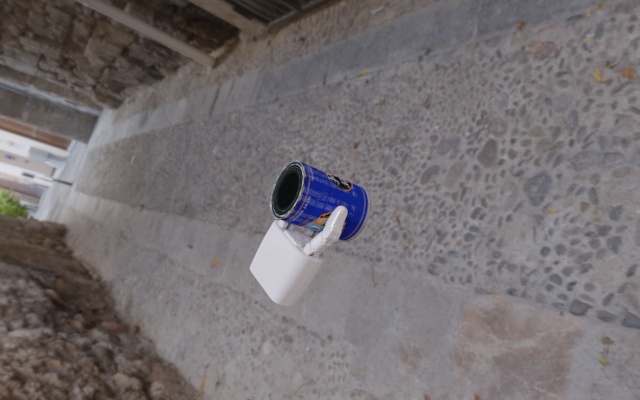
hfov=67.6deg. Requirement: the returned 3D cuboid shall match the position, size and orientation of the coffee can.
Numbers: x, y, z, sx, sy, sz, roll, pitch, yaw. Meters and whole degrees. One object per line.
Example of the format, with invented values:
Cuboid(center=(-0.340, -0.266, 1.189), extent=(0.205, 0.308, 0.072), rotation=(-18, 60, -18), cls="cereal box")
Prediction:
Cuboid(center=(0.000, 0.003, 0.810), extent=(0.140, 0.103, 0.103), rotation=(20, -11, -31), cls="coffee can")
